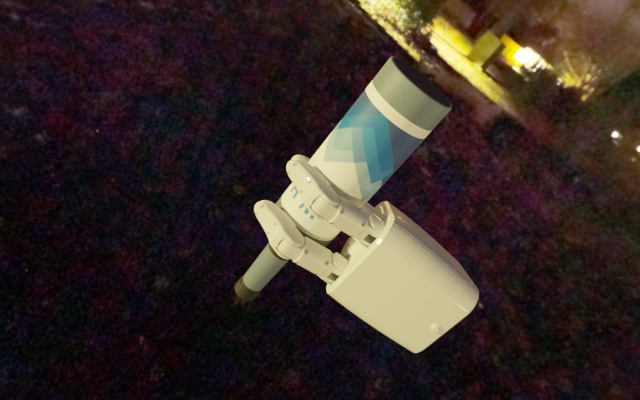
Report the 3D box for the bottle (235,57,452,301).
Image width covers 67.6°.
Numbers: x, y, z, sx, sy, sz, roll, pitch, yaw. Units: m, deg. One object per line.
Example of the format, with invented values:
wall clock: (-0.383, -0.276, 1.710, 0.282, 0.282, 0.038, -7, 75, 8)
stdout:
bottle: (0.000, 0.001, 0.464, 0.069, 0.069, 0.296, 0, -43, -51)
